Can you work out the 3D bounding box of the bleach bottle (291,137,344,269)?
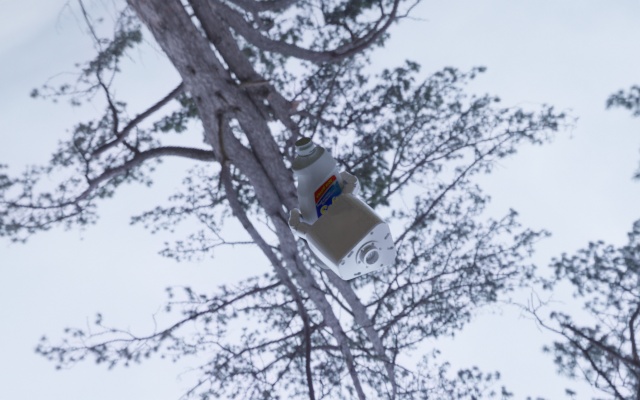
[{"bbox_3d":[0.000,0.003,0.862,0.102,0.251,0.068,-31,36,-14],"label":"bleach bottle"}]
